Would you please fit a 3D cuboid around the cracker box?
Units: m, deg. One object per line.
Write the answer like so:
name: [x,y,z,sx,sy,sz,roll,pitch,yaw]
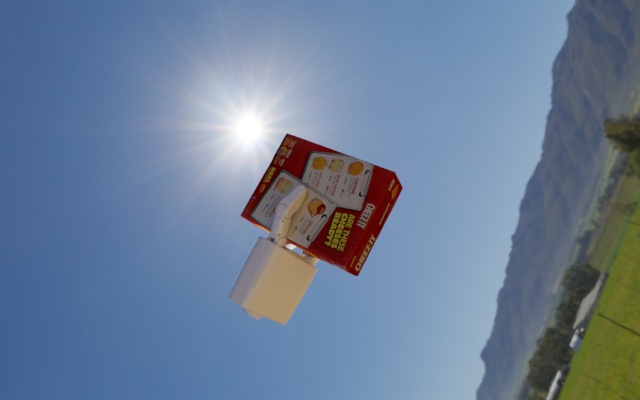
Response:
cracker box: [0.000,0.002,0.773,0.213,0.164,0.072,23,-10,29]
